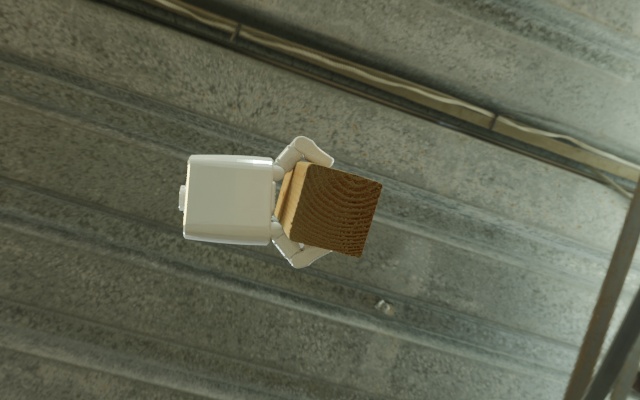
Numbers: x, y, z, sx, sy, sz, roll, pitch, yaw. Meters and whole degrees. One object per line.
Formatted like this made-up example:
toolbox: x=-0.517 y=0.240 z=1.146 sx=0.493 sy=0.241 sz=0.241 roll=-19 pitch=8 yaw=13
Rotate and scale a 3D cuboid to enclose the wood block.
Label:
wood block: x=0.000 y=0.002 z=0.628 sx=0.090 sy=0.091 sz=0.206 roll=15 pitch=3 yaw=-11
